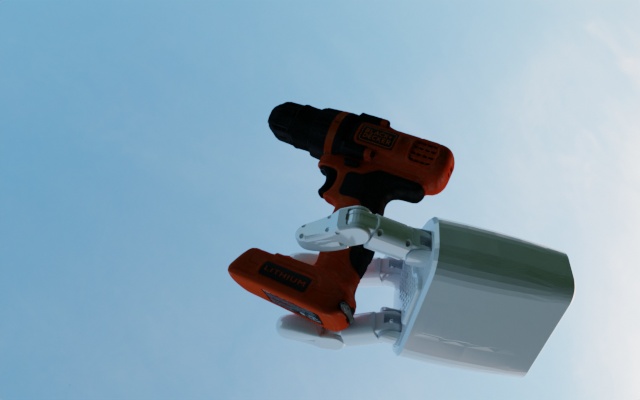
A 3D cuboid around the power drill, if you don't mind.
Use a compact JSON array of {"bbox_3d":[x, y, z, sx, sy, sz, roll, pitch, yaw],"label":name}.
[{"bbox_3d":[0.000,0.002,0.416,0.184,0.187,0.057,20,-22,23],"label":"power drill"}]
